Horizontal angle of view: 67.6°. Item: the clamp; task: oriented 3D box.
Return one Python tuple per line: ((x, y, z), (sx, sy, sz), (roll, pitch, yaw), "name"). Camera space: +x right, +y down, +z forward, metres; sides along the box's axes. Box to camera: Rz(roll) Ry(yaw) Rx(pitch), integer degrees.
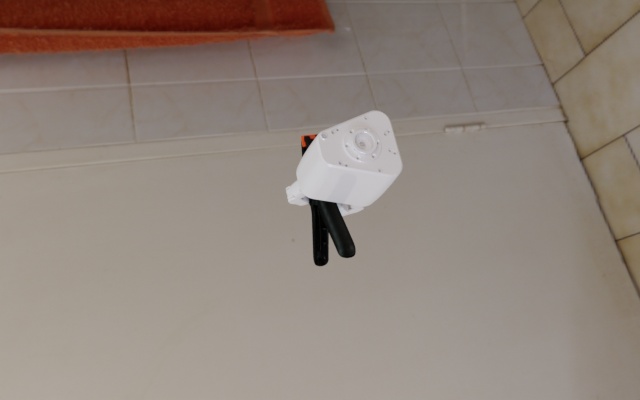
((-0.001, 0.002, 0.739), (0.036, 0.210, 0.165), (-8, -16, -17), "clamp")
